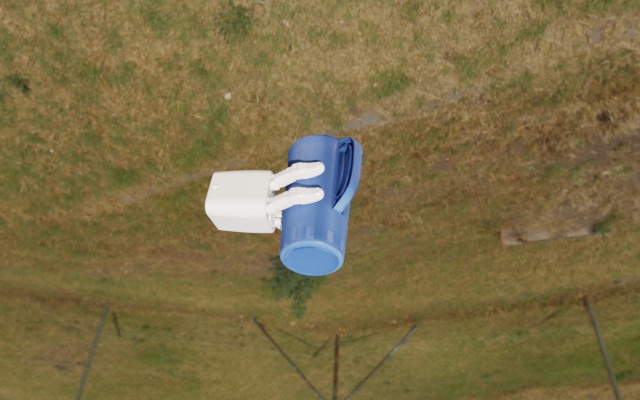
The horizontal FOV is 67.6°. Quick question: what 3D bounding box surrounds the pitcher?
[{"bbox_3d":[0.000,0.003,0.856,0.145,0.242,0.149,1,-39,5],"label":"pitcher"}]
